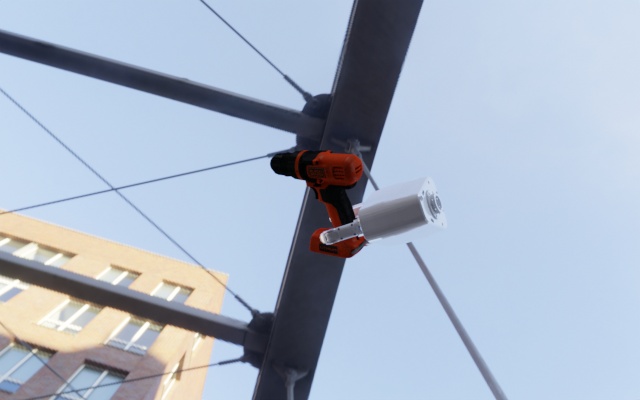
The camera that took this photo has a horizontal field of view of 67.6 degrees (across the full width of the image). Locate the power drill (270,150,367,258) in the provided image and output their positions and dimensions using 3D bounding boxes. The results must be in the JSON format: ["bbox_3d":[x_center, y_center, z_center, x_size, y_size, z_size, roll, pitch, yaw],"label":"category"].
[{"bbox_3d":[0.000,0.003,0.830,0.184,0.188,0.057,8,32,39],"label":"power drill"}]
